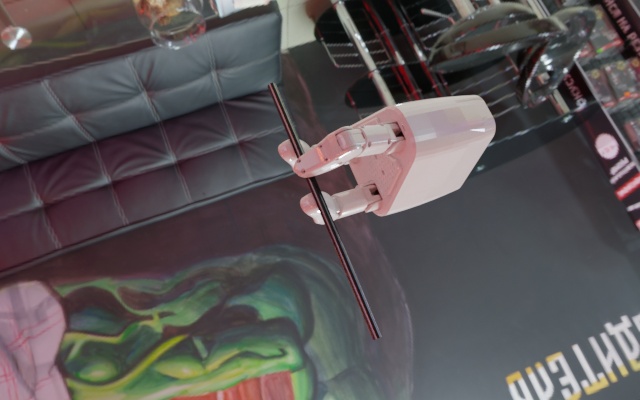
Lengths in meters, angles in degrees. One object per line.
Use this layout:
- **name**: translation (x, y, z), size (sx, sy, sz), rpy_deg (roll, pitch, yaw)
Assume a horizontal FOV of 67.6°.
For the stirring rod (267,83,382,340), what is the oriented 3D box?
- **stirring rod**: translation (0.000, 0.001, 0.406), size (0.011, 0.239, 0.011), rpy_deg (-21, -15, -6)
